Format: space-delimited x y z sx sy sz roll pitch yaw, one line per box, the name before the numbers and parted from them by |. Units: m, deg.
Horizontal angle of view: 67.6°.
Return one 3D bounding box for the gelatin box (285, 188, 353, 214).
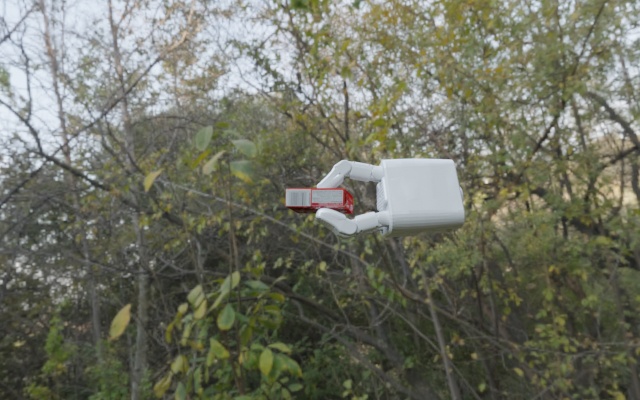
gelatin box | 0.000 0.002 0.701 0.089 0.030 0.073 0 -9 12
